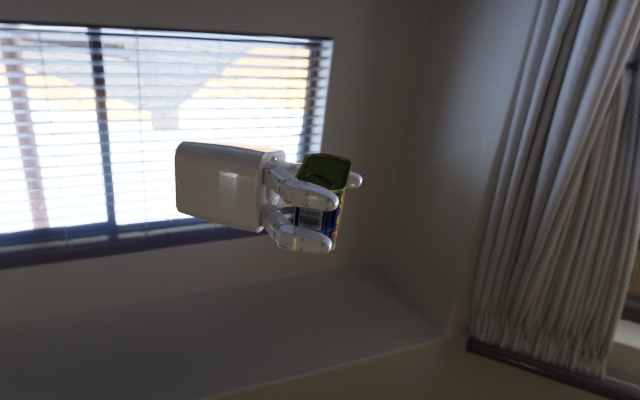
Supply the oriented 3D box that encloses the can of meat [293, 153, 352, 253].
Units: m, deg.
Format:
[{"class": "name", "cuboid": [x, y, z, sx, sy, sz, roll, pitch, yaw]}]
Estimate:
[{"class": "can of meat", "cuboid": [0.000, 0.002, 0.565, 0.057, 0.084, 0.102, 10, 27, 5]}]
